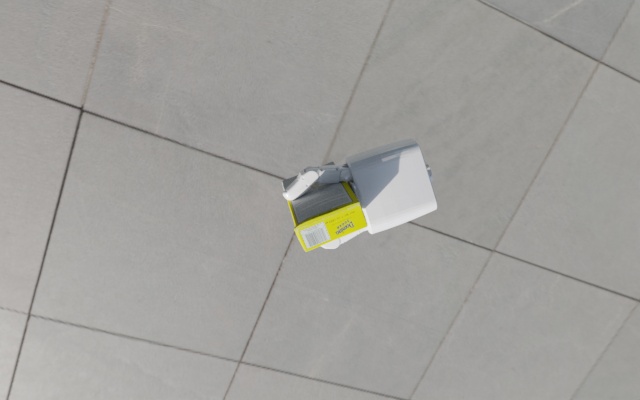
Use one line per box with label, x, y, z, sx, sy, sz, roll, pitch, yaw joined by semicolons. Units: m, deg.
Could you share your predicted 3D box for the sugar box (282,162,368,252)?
sugar box;0.000;0.003;0.701;0.093;0.048;0.176;-21;22;-1
